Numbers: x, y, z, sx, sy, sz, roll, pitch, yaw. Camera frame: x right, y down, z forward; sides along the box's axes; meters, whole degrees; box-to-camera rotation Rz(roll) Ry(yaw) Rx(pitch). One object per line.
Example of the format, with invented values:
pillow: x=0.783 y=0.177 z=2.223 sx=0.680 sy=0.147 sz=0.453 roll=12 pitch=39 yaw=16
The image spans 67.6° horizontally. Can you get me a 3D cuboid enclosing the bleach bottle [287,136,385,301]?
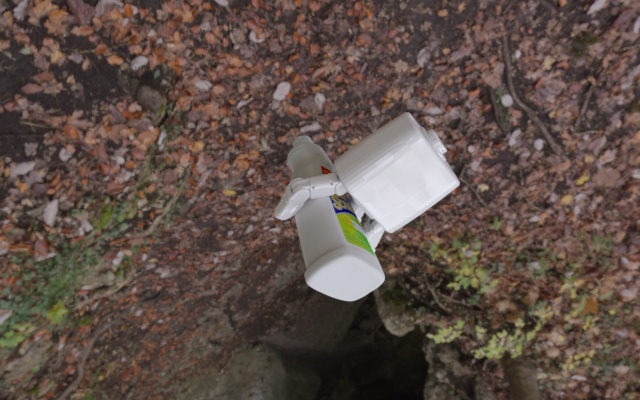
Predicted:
bleach bottle: x=0.000 y=0.002 z=0.618 sx=0.068 sy=0.250 sz=0.103 roll=-37 pitch=-43 yaw=19
